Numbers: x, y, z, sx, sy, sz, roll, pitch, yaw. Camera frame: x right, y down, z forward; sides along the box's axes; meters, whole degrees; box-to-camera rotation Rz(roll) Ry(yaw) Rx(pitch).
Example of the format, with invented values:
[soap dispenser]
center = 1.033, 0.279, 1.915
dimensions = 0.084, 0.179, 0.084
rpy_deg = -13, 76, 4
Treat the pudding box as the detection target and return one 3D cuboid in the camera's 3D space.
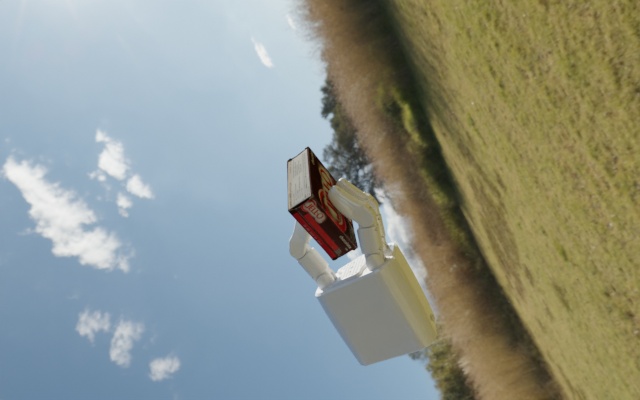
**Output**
[pudding box]
center = 0.000, 0.002, 0.560
dimensions = 0.039, 0.090, 0.113
rpy_deg = -31, 31, 14
